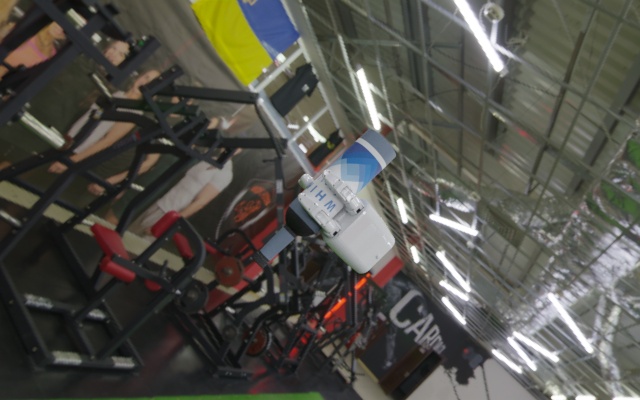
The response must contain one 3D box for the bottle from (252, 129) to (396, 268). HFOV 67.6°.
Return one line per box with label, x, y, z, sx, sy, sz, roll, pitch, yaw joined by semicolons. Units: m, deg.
bottle;0.000;0.002;0.810;0.295;0.069;0.069;-44;4;-4
